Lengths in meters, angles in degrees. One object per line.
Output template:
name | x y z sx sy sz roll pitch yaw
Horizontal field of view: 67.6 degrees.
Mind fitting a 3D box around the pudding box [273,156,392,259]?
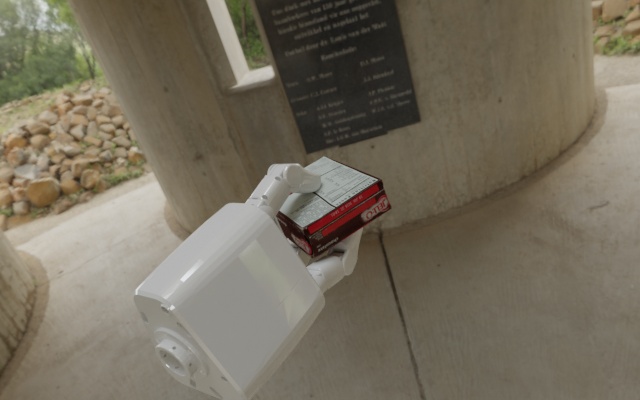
pudding box | 0.000 0.001 0.467 0.090 0.039 0.113 -31 30 -17
